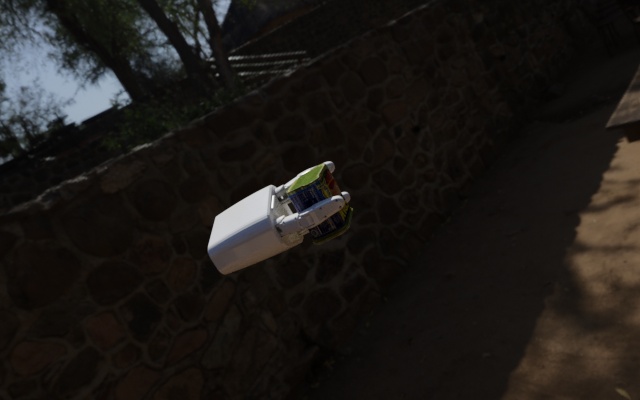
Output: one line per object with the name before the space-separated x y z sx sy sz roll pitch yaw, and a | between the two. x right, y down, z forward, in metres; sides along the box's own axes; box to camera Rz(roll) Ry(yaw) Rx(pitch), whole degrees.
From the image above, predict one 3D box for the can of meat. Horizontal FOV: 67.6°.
can of meat | 0.000 0.002 0.681 0.057 0.084 0.102 -26 12 16
